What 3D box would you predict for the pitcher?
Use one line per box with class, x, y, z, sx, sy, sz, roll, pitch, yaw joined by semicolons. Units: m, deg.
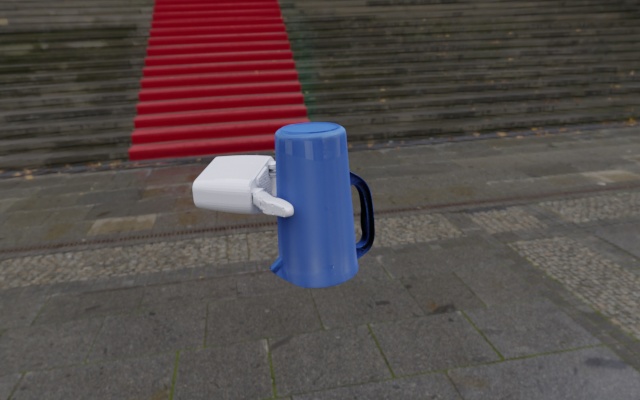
pitcher;0.000;0.002;0.760;0.145;0.243;0.149;4;20;20
